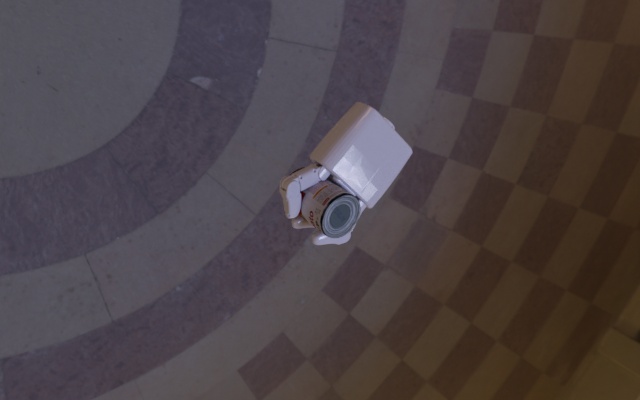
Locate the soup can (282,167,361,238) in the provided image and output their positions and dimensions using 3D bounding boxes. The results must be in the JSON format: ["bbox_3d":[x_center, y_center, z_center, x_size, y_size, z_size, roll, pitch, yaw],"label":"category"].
[{"bbox_3d":[0.000,0.003,0.674,0.068,0.068,0.102,0,23,-39],"label":"soup can"}]
